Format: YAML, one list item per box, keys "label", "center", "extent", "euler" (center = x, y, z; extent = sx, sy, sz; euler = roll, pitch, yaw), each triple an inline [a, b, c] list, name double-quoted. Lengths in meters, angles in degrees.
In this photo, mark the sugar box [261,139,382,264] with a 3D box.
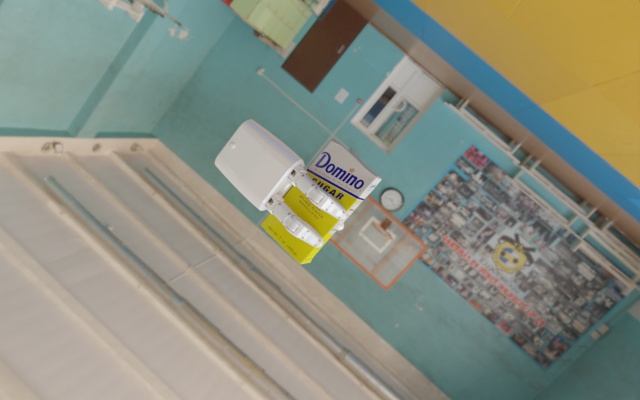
- label: "sugar box"
  center: [0.000, 0.002, 0.729]
  extent: [0.093, 0.176, 0.048]
  euler: [42, 12, 15]
